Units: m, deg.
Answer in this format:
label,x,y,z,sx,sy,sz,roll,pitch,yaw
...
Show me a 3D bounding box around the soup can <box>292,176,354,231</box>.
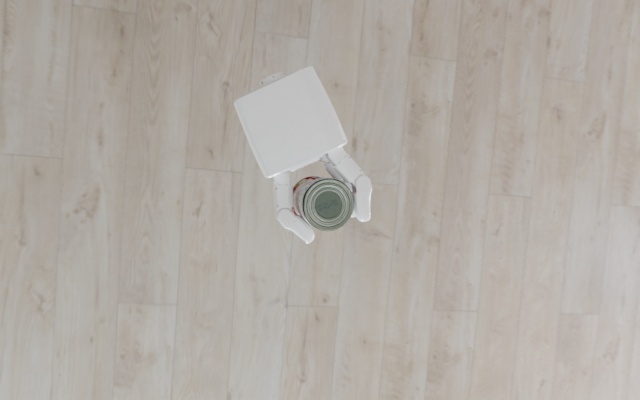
label,x,y,z,sx,sy,sz,roll,pitch,yaw
soup can,0.000,0.003,0.638,0.068,0.068,0.102,0,4,-12
